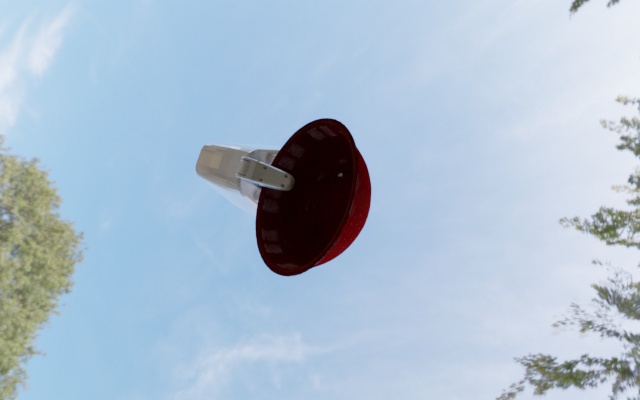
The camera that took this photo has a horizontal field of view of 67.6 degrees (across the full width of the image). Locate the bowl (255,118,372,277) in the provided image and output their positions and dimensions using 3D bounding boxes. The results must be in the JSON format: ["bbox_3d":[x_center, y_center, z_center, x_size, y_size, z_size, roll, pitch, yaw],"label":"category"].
[{"bbox_3d":[0.001,0.002,0.483,0.055,0.162,0.162,20,-12,-35],"label":"bowl"}]
